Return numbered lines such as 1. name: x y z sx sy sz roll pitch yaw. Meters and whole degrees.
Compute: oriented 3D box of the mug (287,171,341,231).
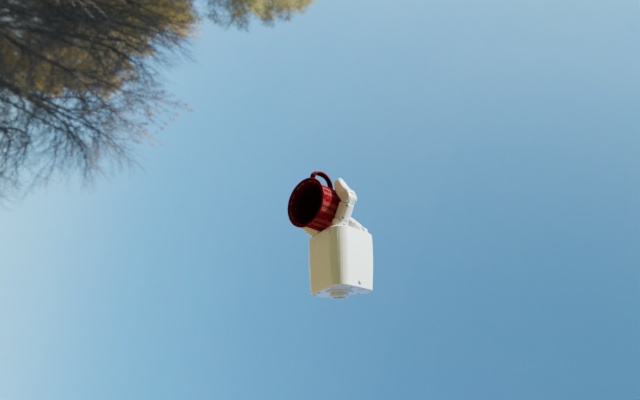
1. mug: 0.000 0.002 0.881 0.093 0.117 0.081 -19 -29 41
